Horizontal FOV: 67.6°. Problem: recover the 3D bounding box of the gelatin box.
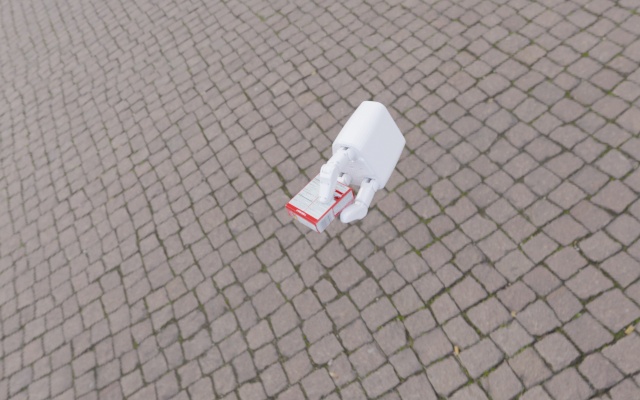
[{"bbox_3d":[0.000,0.002,0.771,0.073,0.030,0.089,29,63,37],"label":"gelatin box"}]
